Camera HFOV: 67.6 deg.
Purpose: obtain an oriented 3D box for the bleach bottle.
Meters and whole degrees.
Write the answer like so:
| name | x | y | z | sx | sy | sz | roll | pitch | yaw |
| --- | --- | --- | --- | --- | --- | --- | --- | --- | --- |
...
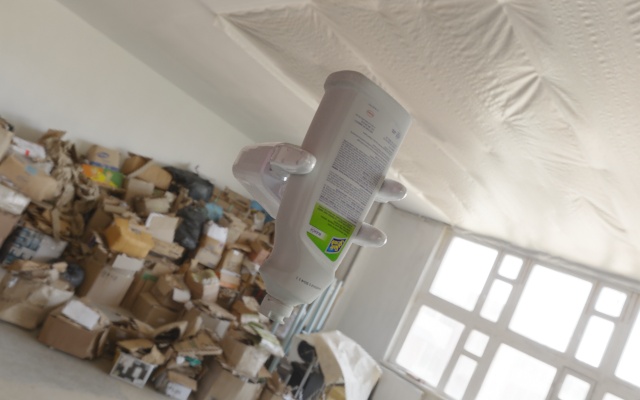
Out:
| name | x | y | z | sx | sy | sz | roll | pitch | yaw |
| --- | --- | --- | --- | --- | --- | --- | --- | --- | --- |
| bleach bottle | 0.000 | 0.002 | 0.487 | 0.102 | 0.251 | 0.068 | 31 | -9 | -30 |
